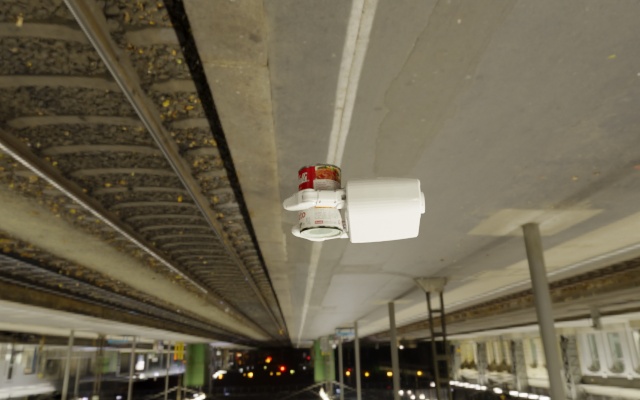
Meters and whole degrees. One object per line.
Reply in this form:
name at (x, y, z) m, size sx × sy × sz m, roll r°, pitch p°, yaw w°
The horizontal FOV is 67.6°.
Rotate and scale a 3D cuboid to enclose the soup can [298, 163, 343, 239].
soup can at (0.000, 0.003, 0.735) m, size 0.068 × 0.102 × 0.068 m, roll -2°, pitch -18°, yaw 0°
